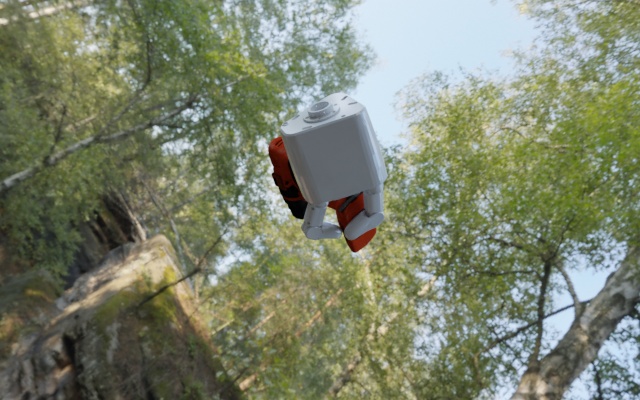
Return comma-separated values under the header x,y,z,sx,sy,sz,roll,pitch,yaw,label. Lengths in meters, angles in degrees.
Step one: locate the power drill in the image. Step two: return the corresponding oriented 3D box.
x,y,z,sx,sy,sz,roll,pitch,yaw,label
0.000,0.002,0.752,0.187,0.057,0.185,33,-24,33,power drill
